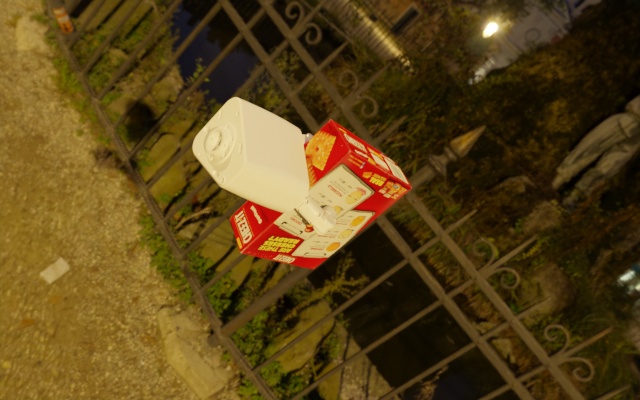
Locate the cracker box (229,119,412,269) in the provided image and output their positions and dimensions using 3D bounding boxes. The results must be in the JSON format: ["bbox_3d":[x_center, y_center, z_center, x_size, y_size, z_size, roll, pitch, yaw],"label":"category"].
[{"bbox_3d":[0.000,0.002,0.692,0.214,0.072,0.164,-41,-37,22],"label":"cracker box"}]
